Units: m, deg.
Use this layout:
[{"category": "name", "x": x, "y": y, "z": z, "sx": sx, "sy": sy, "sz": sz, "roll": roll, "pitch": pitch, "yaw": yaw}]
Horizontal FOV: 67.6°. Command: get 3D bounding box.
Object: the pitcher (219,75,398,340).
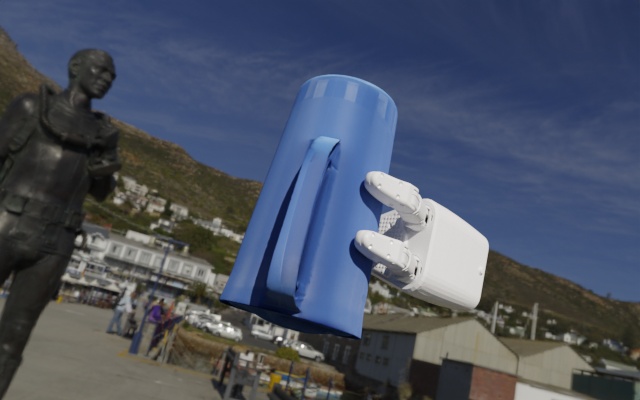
[{"category": "pitcher", "x": 0.000, "y": 0.002, "z": 0.460, "sx": 0.145, "sy": 0.242, "sz": 0.149, "roll": 27, "pitch": -20, "yaw": -34}]
